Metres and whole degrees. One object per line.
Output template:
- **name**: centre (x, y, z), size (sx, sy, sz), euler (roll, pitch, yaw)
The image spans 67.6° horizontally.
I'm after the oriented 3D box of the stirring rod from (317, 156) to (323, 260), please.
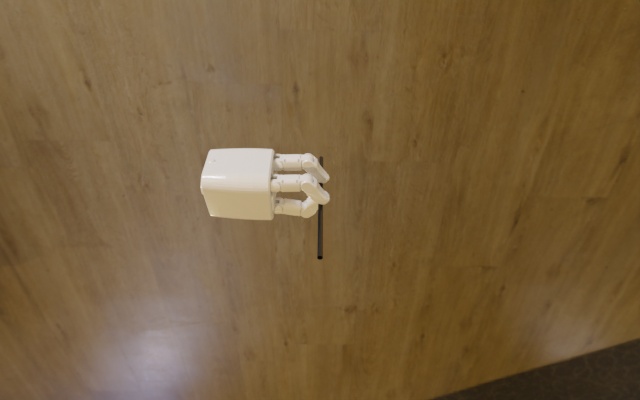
- **stirring rod**: centre (0.000, 0.002, 0.765), size (0.011, 0.011, 0.239), euler (0, 41, 1)
